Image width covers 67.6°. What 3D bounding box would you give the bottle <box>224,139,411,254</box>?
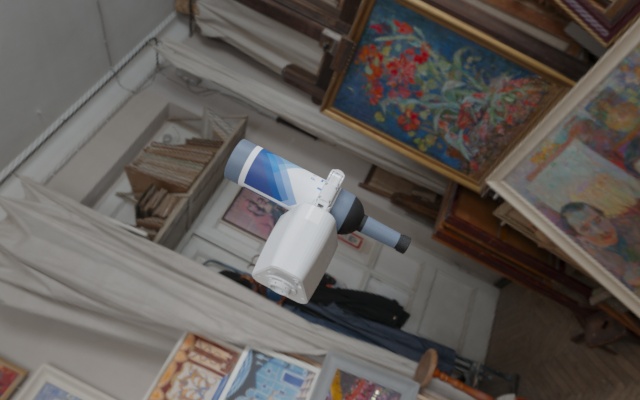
[{"bbox_3d":[0.000,0.002,0.726,0.296,0.069,0.069,27,0,1],"label":"bottle"}]
